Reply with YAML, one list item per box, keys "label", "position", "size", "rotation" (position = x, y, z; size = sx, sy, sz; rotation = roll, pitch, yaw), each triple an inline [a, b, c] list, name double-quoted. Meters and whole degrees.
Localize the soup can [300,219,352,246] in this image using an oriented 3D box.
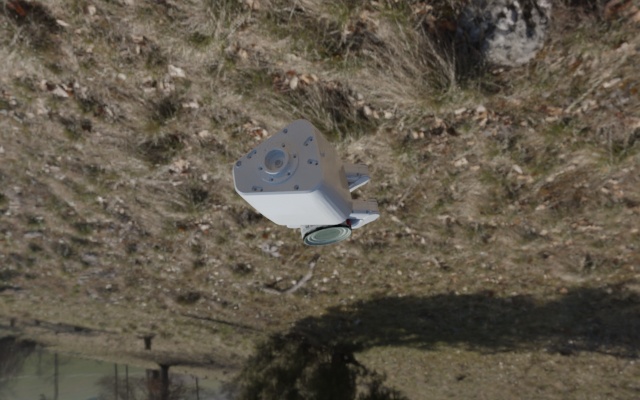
- label: "soup can"
  position: [0.000, 0.003, 0.645]
  size: [0.068, 0.102, 0.068]
  rotation: [-10, -23, -5]
